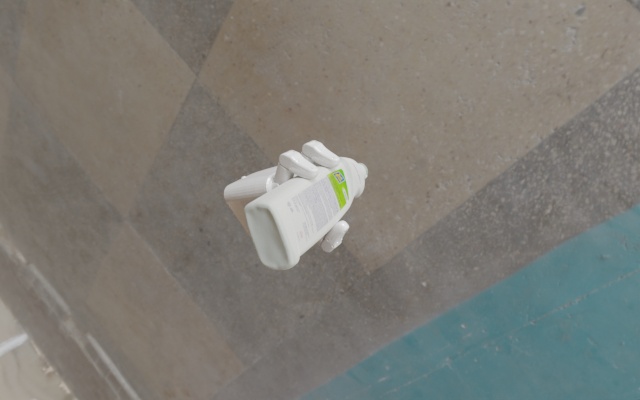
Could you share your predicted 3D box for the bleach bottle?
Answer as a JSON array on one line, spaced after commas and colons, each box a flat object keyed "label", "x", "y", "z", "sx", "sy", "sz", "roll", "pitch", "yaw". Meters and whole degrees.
[{"label": "bleach bottle", "x": 0.000, "y": 0.002, "z": 0.712, "sx": 0.068, "sy": 0.102, "sz": 0.250, "roll": -7, "pitch": 16, "yaw": 39}]
